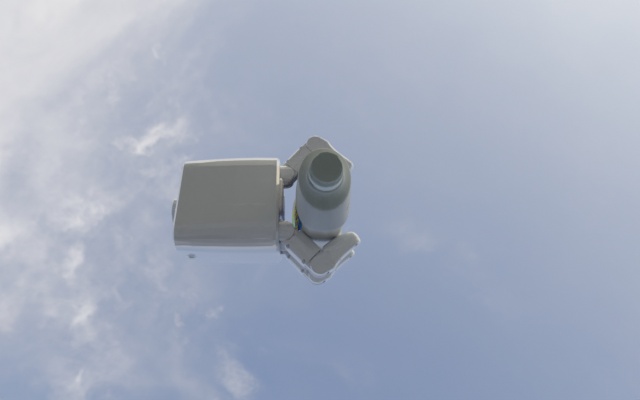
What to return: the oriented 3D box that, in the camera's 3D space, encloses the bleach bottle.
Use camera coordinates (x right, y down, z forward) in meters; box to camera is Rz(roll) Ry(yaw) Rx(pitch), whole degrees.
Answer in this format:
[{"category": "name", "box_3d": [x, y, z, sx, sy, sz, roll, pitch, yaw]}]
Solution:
[{"category": "bleach bottle", "box_3d": [0.000, 0.002, 0.532, 0.068, 0.102, 0.251, 0, -18, -3]}]
